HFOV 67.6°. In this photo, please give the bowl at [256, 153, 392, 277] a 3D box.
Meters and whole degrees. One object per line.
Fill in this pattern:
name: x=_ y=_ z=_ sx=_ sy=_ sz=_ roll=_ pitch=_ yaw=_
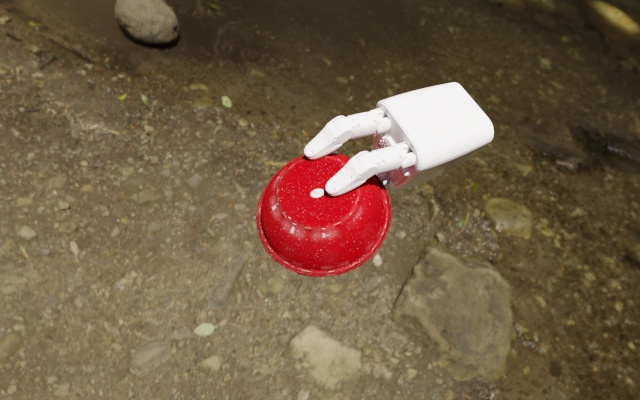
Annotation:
bowl: x=-0.001 y=0.002 z=0.543 sx=0.162 sy=0.162 sz=0.055 roll=0 pitch=-27 yaw=7
